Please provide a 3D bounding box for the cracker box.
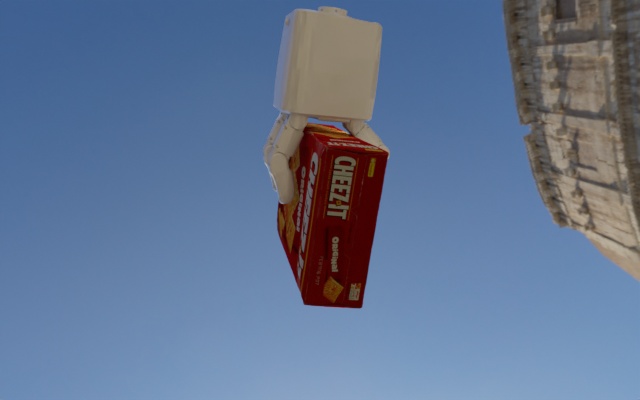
[{"bbox_3d":[0.000,0.002,0.556,0.072,0.164,0.213,4,15,-13],"label":"cracker box"}]
